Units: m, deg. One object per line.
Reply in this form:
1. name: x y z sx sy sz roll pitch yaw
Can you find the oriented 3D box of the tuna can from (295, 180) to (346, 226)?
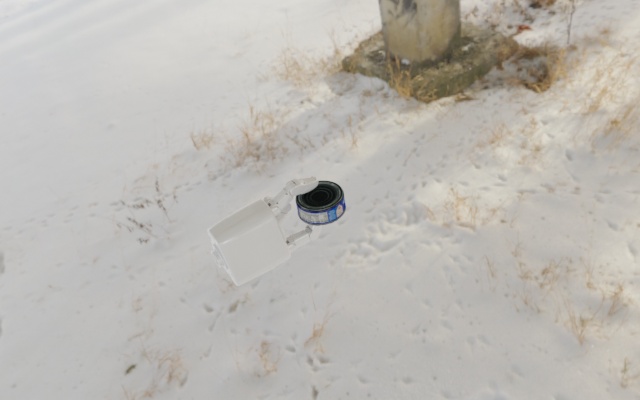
1. tuna can: 0.000 0.002 0.826 0.086 0.034 0.086 -6 39 5
